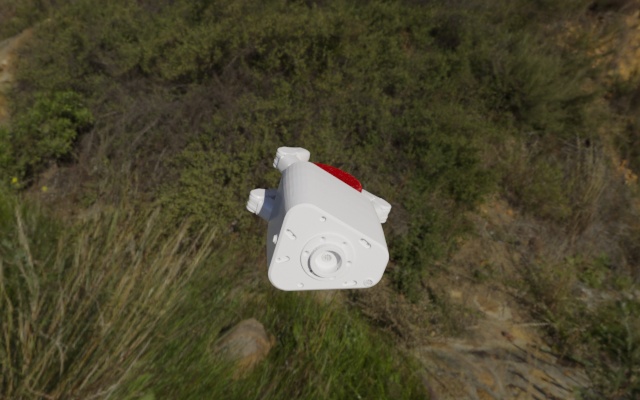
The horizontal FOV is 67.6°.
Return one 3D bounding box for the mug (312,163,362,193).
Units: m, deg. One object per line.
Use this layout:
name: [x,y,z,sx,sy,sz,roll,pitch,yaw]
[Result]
mug: [0.000,0.001,0.588,0.093,0.081,0.117,15,22,-8]
